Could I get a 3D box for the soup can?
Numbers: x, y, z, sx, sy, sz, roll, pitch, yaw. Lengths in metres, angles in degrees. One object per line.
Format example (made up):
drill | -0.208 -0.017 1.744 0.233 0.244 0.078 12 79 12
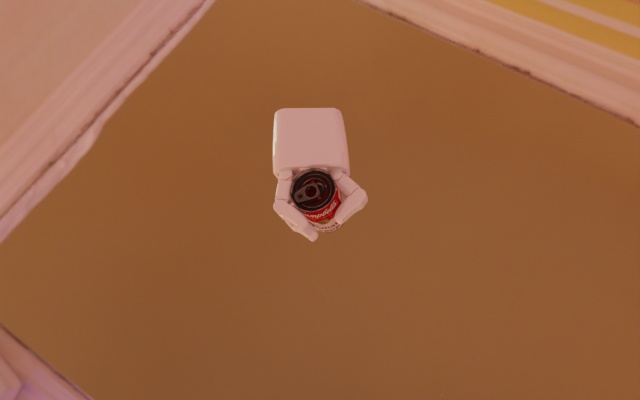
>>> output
soup can | 0.000 0.003 0.724 0.068 0.068 0.102 0 -21 14
